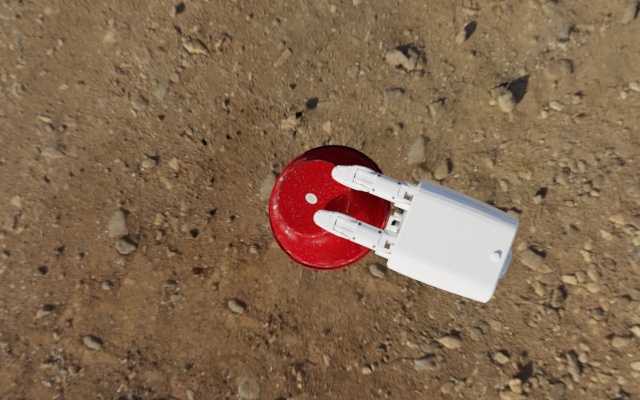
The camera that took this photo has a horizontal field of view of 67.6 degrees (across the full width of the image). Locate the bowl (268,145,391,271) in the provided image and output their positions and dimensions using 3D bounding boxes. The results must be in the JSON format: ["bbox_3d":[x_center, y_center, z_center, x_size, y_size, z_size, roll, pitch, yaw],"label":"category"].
[{"bbox_3d":[-0.001,0.002,0.577,0.162,0.162,0.055,0,-12,20],"label":"bowl"}]
